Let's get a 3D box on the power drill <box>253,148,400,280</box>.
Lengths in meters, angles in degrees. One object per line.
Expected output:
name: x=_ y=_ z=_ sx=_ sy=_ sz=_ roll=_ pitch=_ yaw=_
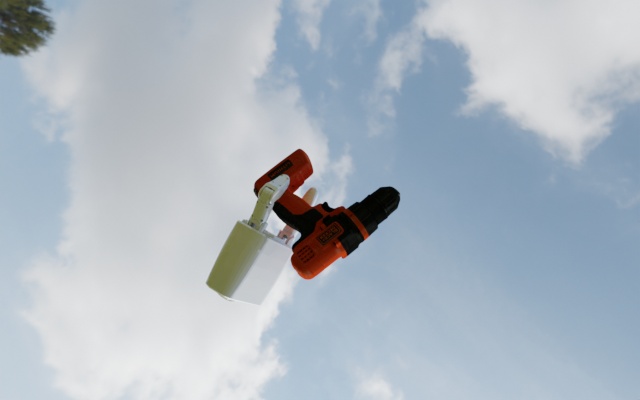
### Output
power drill: x=0.000 y=0.002 z=0.713 sx=0.187 sy=0.184 sz=0.057 roll=46 pitch=-11 yaw=37
